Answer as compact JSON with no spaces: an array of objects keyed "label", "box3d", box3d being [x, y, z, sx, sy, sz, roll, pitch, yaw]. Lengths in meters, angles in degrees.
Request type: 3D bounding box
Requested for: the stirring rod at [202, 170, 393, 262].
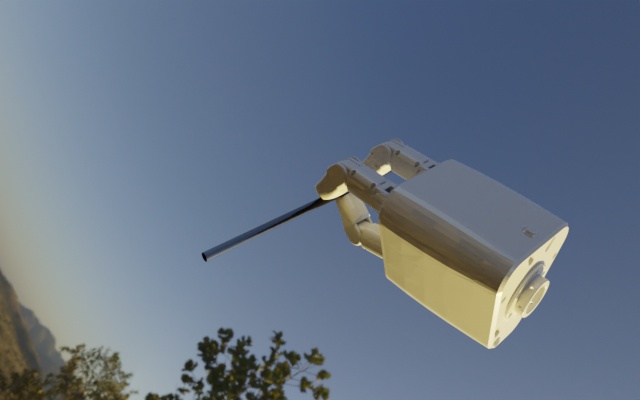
[{"label":"stirring rod","box3d":[0.000,0.002,0.438,0.239,0.011,0.011,-25,15,-34]}]
